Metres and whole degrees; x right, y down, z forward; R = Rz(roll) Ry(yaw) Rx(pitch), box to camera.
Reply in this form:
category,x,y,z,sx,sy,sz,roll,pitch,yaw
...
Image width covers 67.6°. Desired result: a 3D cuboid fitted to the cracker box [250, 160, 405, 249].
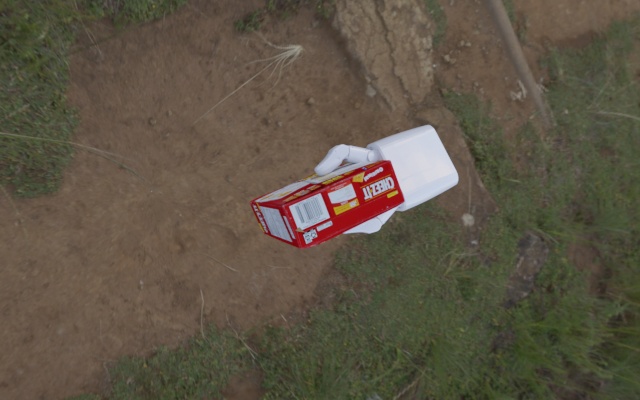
category,x,y,z,sx,sy,sz,roll,pitch,yaw
cracker box,0.000,0.002,0.716,0.164,0.072,0.213,-24,9,-17
